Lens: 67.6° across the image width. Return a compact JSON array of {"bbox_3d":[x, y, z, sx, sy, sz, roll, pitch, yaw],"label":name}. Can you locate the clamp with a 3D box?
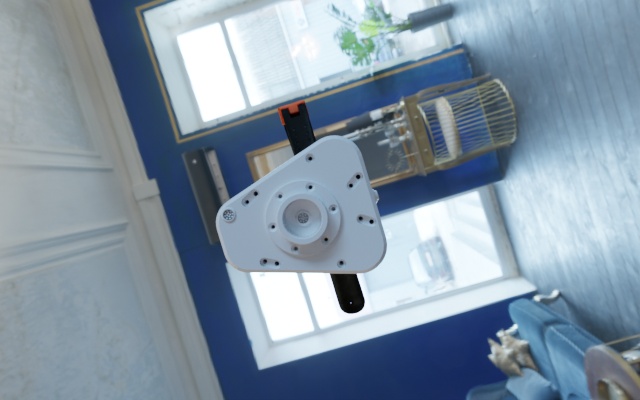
[{"bbox_3d":[-0.001,0.001,0.508,0.036,0.210,0.164,-17,1,-1],"label":"clamp"}]
